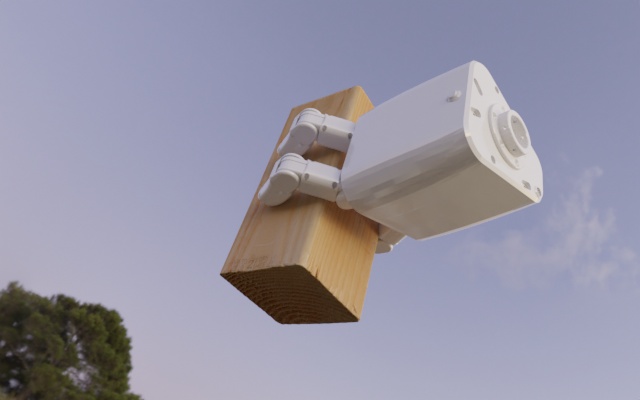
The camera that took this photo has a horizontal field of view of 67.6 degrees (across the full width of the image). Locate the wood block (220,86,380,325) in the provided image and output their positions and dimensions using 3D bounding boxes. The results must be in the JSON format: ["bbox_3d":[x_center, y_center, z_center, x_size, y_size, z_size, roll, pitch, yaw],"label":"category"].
[{"bbox_3d":[0.001,0.001,0.449,0.090,0.206,0.091,-12,-46,34],"label":"wood block"}]
